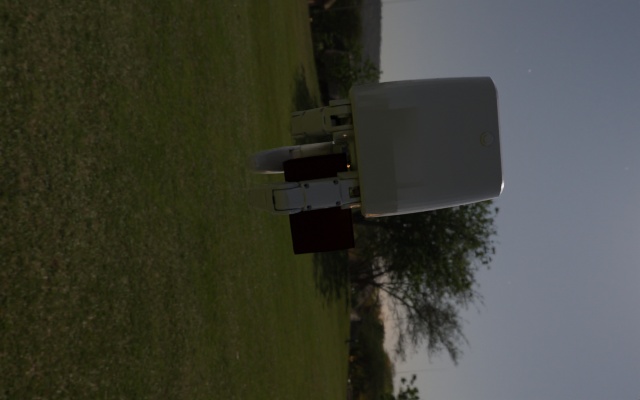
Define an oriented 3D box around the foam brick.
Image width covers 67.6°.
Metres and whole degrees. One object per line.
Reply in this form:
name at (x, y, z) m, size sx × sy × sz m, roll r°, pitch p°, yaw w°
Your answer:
foam brick at (0.000, 0.002, 0.401) m, size 0.051 × 0.078 × 0.053 m, roll -6°, pitch 7°, yaw 2°
